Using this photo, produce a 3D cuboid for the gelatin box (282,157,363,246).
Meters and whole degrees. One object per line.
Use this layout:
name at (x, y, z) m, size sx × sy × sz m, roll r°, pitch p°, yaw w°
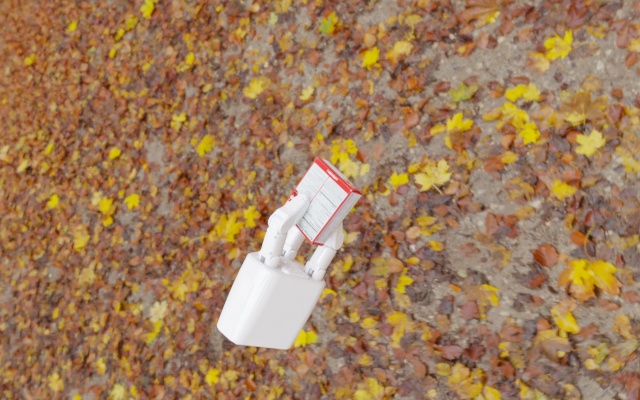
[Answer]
gelatin box at (0.000, 0.002, 0.610) m, size 0.073 × 0.089 × 0.030 m, roll 46°, pitch 18°, yaw 33°
